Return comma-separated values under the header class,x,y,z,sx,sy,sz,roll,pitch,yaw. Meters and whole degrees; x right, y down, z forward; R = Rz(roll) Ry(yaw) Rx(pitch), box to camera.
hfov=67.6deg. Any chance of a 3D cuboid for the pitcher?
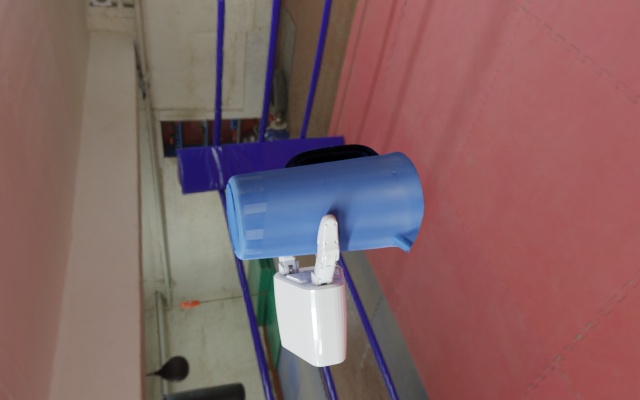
class,x,y,z,sx,sy,sz,roll,pitch,yaw
pitcher,0.000,0.002,0.641,0.243,0.145,0.149,-6,8,-16
